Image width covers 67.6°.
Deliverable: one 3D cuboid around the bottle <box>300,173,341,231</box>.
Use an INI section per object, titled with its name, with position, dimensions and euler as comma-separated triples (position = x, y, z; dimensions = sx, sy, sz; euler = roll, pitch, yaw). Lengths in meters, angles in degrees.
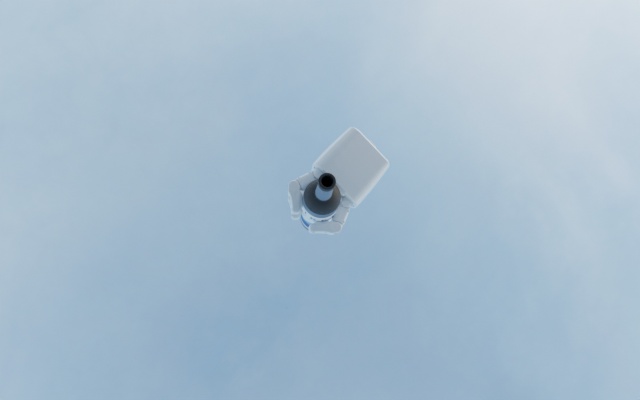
[bottle]
position = 0.000, 0.003, 0.867
dimensions = 0.069, 0.069, 0.296
euler = 0, -13, -4
